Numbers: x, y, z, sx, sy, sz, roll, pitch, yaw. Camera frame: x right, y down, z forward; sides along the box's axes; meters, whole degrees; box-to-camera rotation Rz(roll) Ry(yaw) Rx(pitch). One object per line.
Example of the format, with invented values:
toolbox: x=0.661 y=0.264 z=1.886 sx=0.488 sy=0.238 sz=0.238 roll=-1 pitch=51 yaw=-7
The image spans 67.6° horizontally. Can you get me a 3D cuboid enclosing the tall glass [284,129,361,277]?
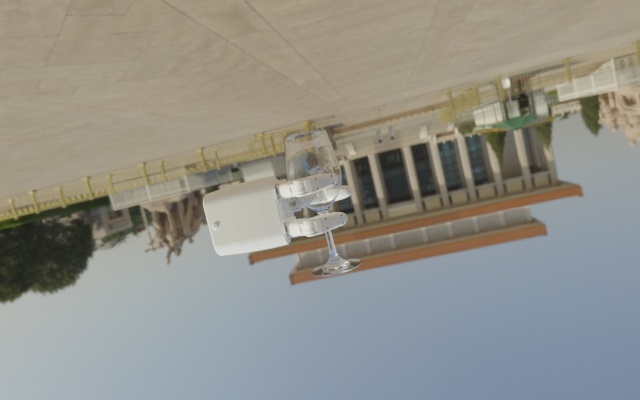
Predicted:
tall glass: x=0.000 y=0.003 z=0.687 sx=0.079 sy=0.201 sz=0.079 roll=-13 pitch=6 yaw=1
